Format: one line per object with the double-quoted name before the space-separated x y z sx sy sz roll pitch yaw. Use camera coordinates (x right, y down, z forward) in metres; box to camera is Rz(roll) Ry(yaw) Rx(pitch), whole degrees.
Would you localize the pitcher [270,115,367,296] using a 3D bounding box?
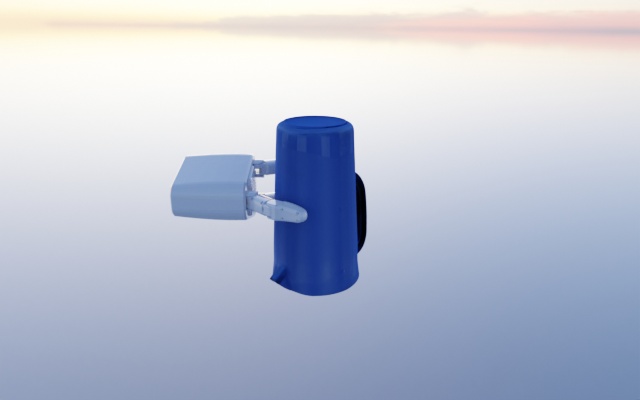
"pitcher" 0.000 0.002 0.701 0.145 0.243 0.149 1 20 3
